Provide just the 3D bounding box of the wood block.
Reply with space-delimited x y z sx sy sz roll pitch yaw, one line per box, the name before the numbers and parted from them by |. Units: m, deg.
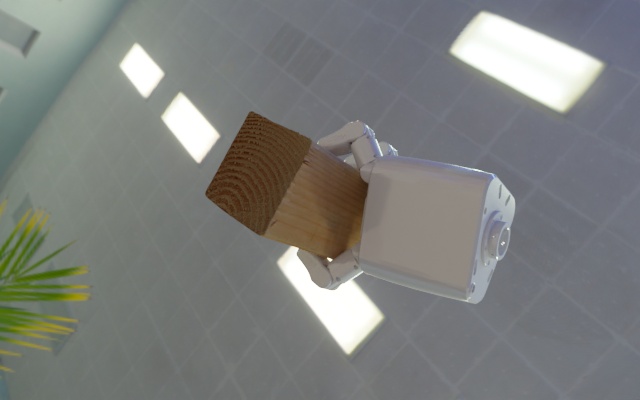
wood block | 0.000 0.002 0.488 0.090 0.091 0.206 30 2 38
